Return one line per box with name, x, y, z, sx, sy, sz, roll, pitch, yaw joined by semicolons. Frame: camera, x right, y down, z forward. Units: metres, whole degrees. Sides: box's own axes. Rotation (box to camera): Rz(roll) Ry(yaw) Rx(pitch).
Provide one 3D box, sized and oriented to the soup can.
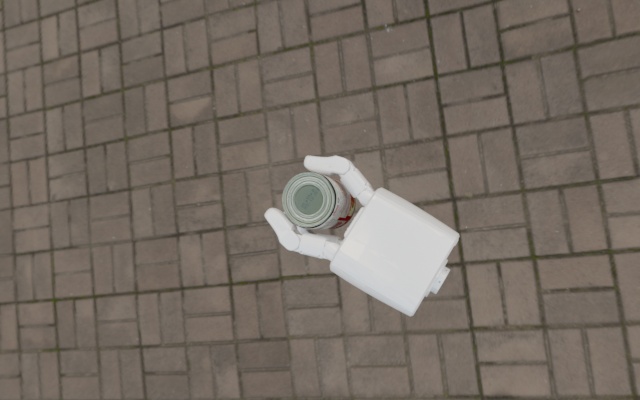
soup can;0.000;0.002;0.597;0.068;0.068;0.102;0;-3;17
